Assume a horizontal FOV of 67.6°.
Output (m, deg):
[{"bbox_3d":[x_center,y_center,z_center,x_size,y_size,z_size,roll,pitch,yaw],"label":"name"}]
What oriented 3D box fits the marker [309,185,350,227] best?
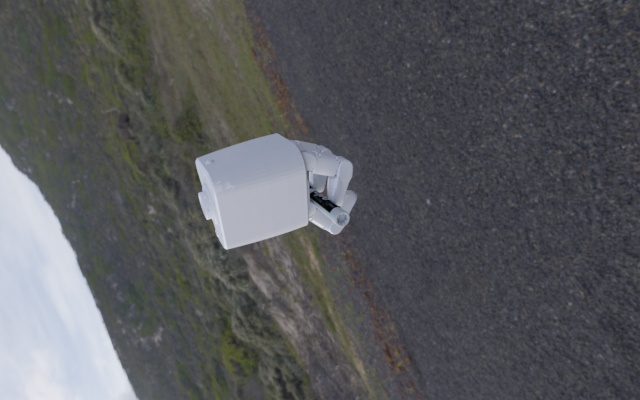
[{"bbox_3d":[0.000,0.002,0.586,0.020,0.020,0.121,0,19,-26],"label":"marker"}]
